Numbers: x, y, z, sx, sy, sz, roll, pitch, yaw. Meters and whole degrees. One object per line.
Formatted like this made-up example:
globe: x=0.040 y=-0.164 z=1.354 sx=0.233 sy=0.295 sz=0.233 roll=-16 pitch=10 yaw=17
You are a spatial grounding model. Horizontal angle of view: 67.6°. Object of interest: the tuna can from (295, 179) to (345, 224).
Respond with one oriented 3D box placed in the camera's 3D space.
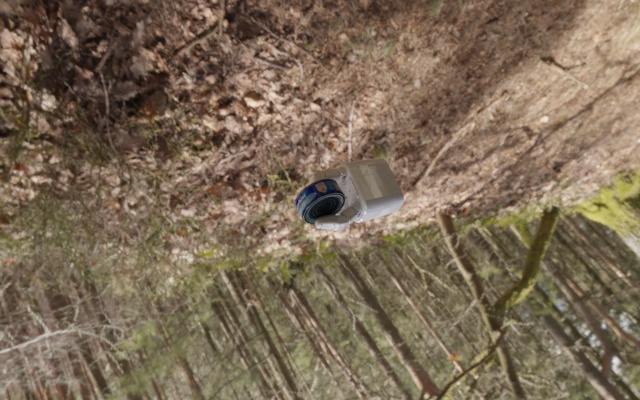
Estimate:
tuna can: x=0.000 y=0.003 z=0.838 sx=0.086 sy=0.033 sz=0.086 roll=-22 pitch=-31 yaw=-14
